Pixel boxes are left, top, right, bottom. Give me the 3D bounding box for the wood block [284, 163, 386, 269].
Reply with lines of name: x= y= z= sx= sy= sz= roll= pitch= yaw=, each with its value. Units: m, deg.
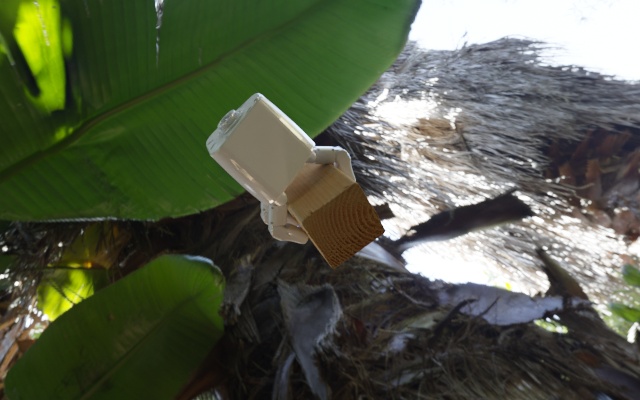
wood block: x=0.000 y=0.002 z=0.710 sx=0.091 sy=0.090 sz=0.206 roll=-35 pitch=26 yaw=-4
